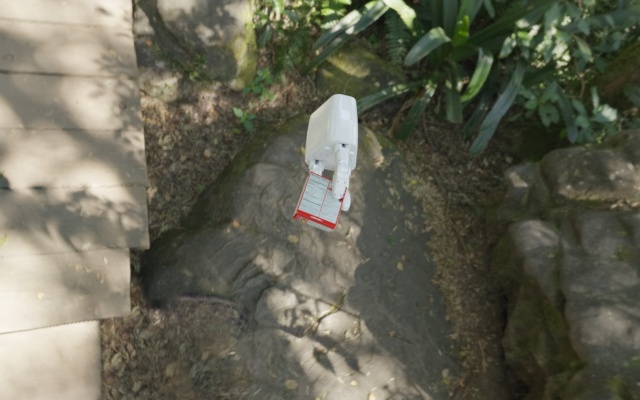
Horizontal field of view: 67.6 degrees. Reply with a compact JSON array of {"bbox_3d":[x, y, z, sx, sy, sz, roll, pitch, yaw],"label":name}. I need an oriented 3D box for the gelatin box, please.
[{"bbox_3d":[0.000,0.003,0.838,0.073,0.089,0.030,22,-28,-8],"label":"gelatin box"}]
